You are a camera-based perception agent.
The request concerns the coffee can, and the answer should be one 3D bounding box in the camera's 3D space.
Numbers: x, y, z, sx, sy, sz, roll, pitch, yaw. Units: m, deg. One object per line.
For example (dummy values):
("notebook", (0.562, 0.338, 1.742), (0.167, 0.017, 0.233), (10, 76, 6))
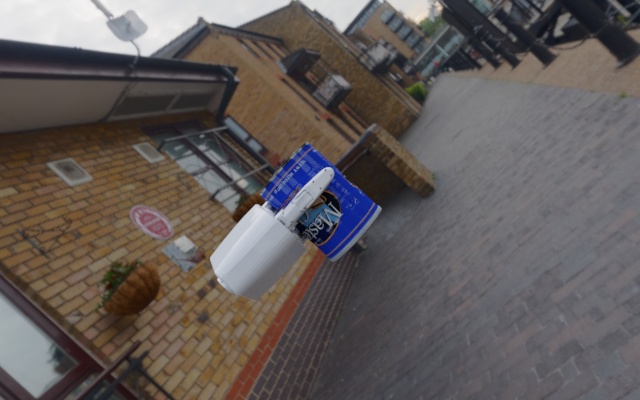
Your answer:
("coffee can", (0.000, 0.002, 0.671), (0.140, 0.103, 0.103), (42, 0, 0))
